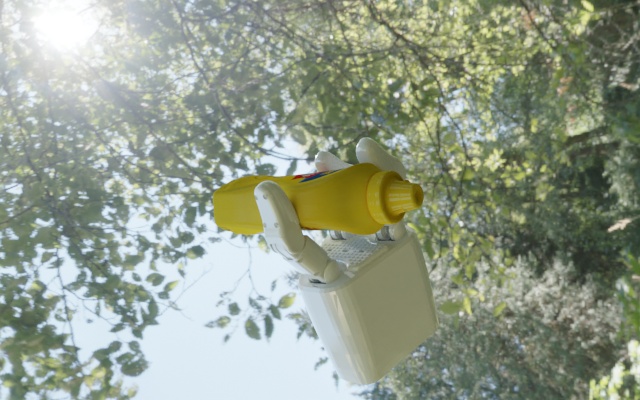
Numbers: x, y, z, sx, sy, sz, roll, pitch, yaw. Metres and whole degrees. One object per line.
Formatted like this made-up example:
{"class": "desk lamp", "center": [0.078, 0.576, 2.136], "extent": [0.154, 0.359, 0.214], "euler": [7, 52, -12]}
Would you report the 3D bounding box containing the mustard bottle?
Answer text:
{"class": "mustard bottle", "center": [0.000, 0.001, 0.412], "extent": [0.191, 0.058, 0.096], "euler": [-3, 1, 41]}
